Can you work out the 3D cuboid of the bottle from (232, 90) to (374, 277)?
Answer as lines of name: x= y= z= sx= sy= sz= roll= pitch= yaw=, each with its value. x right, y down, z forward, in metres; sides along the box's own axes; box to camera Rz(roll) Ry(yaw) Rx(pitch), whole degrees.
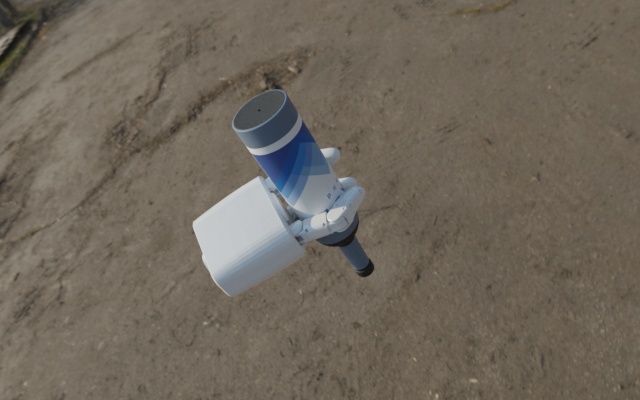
bottle: x=0.000 y=0.002 z=0.586 sx=0.069 sy=0.069 sz=0.296 roll=0 pitch=-41 yaw=35
